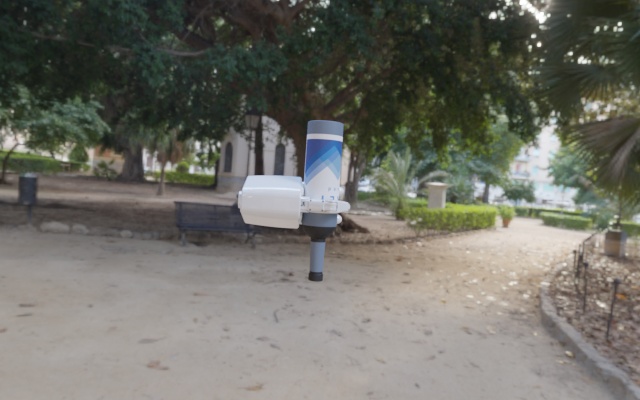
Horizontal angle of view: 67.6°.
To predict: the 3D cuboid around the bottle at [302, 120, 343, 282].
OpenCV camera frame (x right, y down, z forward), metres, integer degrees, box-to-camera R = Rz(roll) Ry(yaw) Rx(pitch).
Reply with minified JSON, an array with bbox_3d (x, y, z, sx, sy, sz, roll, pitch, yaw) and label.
[{"bbox_3d":[0.000,0.003,0.891,0.069,0.296,0.069,4,2,0],"label":"bottle"}]
